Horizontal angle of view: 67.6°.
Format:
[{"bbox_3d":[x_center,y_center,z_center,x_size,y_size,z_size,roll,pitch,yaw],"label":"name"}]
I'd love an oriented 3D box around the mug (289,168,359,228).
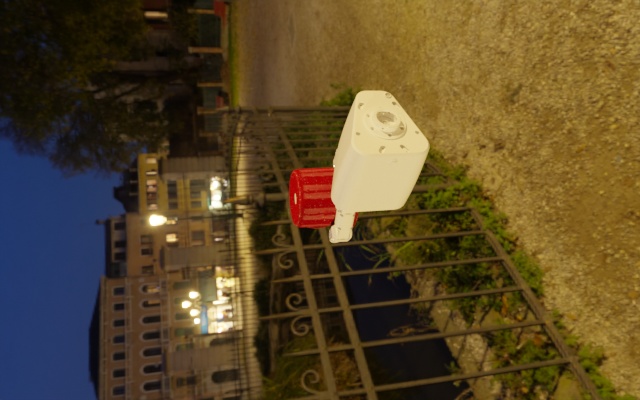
[{"bbox_3d":[0.000,0.003,0.686,0.081,0.093,0.117,-3,-34,-14],"label":"mug"}]
